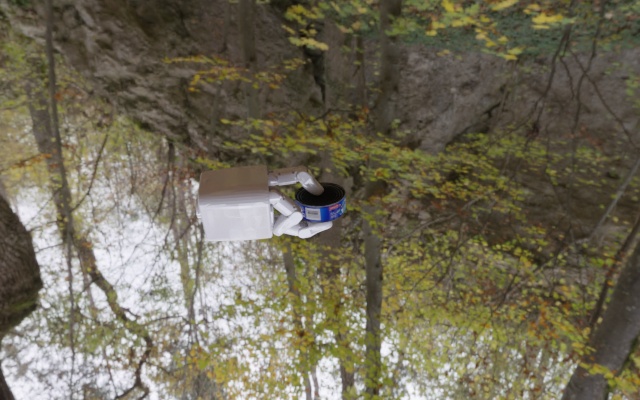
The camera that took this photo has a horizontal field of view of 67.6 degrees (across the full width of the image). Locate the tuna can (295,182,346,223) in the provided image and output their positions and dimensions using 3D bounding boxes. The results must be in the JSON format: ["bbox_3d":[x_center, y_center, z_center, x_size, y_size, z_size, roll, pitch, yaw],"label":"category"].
[{"bbox_3d":[0.000,0.003,0.808,0.086,0.034,0.086,-3,29,2],"label":"tuna can"}]
